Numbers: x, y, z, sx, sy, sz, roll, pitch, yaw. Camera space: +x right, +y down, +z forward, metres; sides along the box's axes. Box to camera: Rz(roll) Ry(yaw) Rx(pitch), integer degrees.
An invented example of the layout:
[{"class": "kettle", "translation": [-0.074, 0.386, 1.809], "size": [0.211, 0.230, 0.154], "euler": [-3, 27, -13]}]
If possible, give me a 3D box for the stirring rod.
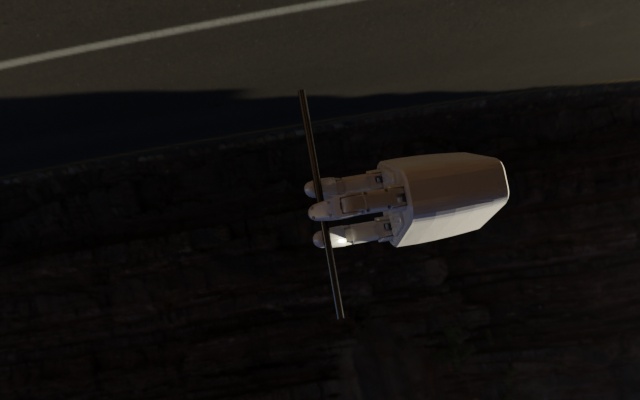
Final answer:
[{"class": "stirring rod", "translation": [0.000, 0.002, 0.496], "size": [0.011, 0.239, 0.011], "euler": [-10, -5, -1]}]
